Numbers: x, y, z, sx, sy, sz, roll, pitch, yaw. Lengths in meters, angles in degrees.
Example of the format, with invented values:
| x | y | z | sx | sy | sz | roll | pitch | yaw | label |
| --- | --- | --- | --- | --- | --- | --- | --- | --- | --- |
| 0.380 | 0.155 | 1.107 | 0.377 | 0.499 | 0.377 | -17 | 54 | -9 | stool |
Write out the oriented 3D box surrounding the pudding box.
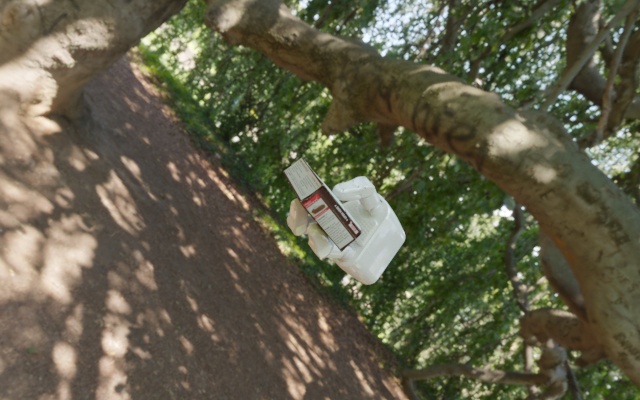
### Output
| x | y | z | sx | sy | sz | roll | pitch | yaw | label |
| --- | --- | --- | --- | --- | --- | --- | --- | --- | --- |
| 0.000 | 0.002 | 0.611 | 0.039 | 0.090 | 0.113 | -40 | 26 | 1 | pudding box |
